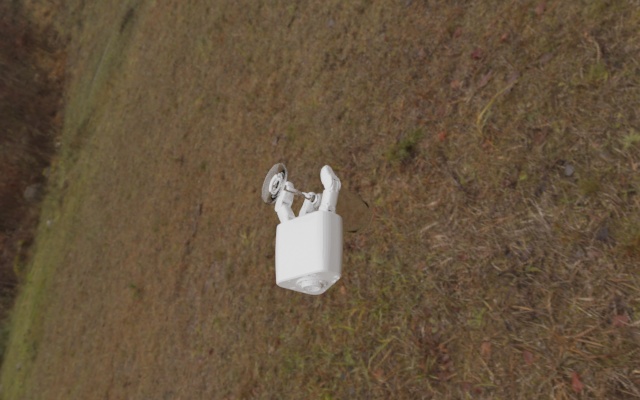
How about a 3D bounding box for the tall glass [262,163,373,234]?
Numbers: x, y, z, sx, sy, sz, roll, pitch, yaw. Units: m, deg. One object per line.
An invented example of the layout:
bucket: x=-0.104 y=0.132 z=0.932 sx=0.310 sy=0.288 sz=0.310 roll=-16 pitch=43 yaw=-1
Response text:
tall glass: x=0.000 y=0.002 z=0.851 sx=0.201 sy=0.079 sz=0.079 roll=21 pitch=-12 yaw=-32
